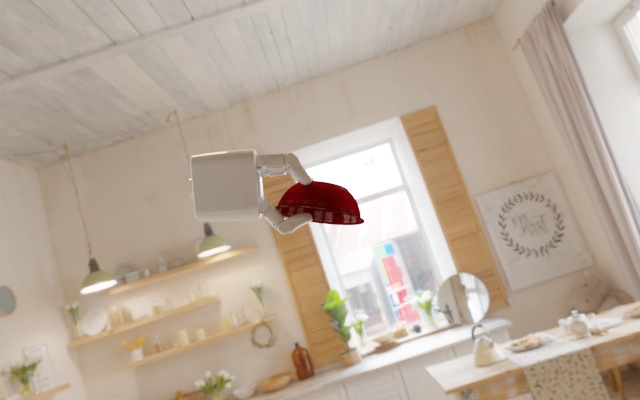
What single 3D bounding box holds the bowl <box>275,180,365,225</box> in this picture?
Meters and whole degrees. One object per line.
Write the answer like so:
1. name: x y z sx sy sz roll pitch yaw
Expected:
1. bowl: 0.001 0.003 0.830 0.162 0.055 0.162 8 -11 2
